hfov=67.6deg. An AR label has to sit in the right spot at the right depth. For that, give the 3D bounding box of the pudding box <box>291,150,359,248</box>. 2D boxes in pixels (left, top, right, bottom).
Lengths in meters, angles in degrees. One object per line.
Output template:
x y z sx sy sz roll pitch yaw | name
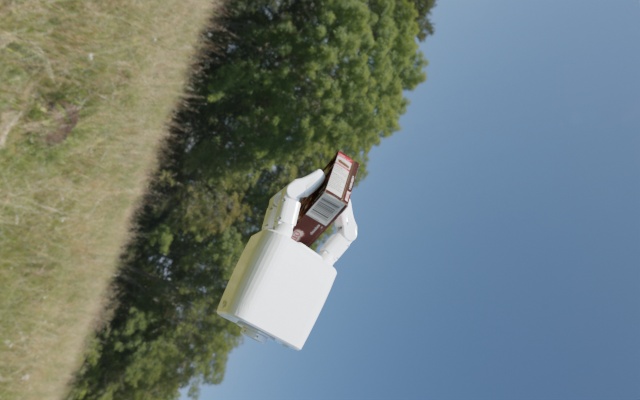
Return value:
0.000 0.002 0.626 0.039 0.090 0.113 33 -50 -13 | pudding box
